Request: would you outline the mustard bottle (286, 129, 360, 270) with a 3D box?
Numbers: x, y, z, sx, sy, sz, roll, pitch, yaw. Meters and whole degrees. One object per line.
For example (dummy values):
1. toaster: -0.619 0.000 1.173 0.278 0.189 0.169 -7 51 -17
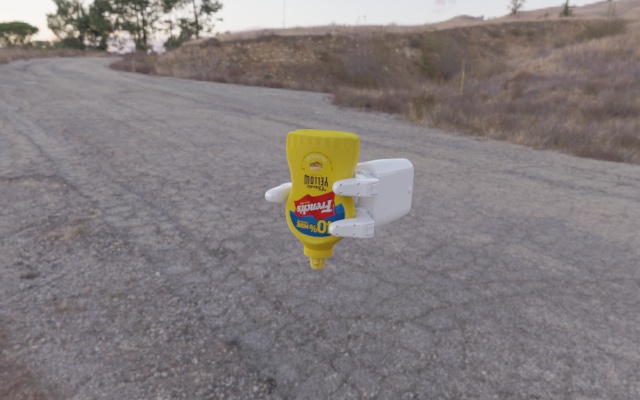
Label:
1. mustard bottle: 0.000 0.002 0.653 0.096 0.192 0.058 7 15 16
